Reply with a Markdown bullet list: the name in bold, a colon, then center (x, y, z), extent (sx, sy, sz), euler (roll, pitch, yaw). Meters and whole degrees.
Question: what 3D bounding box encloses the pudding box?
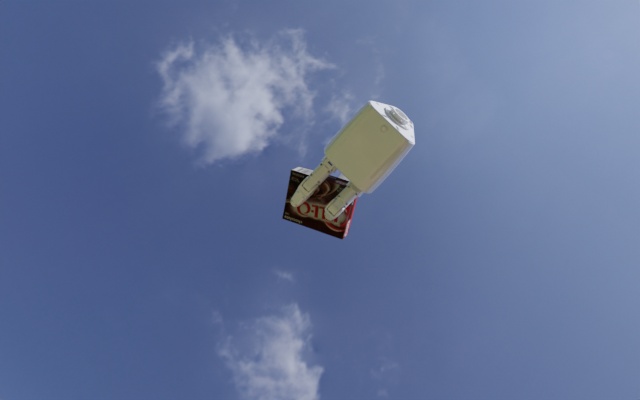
- **pudding box**: center (0.000, 0.002, 0.782), extent (0.113, 0.090, 0.039), euler (19, 22, 17)
